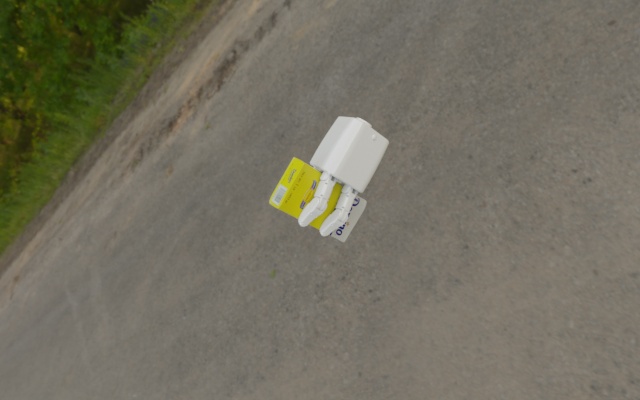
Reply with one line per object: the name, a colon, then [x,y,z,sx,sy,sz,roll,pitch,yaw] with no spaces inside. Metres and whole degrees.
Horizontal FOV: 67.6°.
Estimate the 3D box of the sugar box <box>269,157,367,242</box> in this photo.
sugar box: [0.000,0.003,0.870,0.176,0.093,0.048,29,3,-37]
